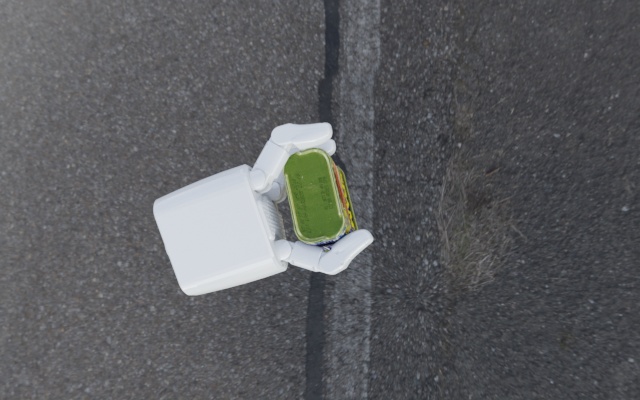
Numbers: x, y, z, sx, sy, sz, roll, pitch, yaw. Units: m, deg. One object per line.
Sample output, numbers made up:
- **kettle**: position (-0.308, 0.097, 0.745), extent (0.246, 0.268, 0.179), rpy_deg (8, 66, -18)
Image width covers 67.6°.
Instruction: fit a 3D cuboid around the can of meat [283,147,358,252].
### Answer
- **can of meat**: position (0.000, 0.002, 0.511), extent (0.057, 0.102, 0.084), rpy_deg (-15, -14, 9)
